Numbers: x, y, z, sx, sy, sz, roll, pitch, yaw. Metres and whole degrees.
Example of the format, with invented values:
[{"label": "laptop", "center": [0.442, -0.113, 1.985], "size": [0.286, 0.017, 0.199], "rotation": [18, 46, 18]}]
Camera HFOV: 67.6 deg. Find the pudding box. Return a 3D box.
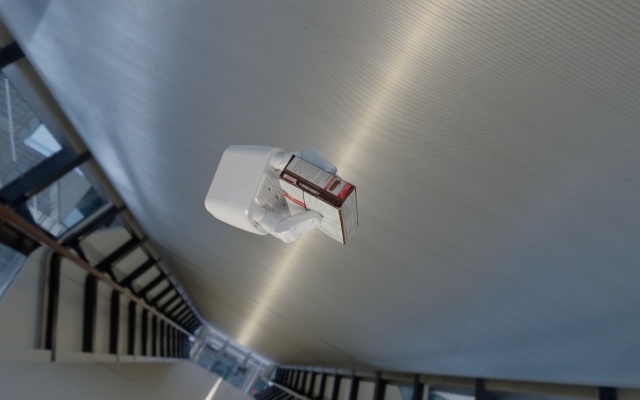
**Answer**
[{"label": "pudding box", "center": [0.000, 0.002, 0.597], "size": [0.090, 0.039, 0.113], "rotation": [28, -19, 18]}]
